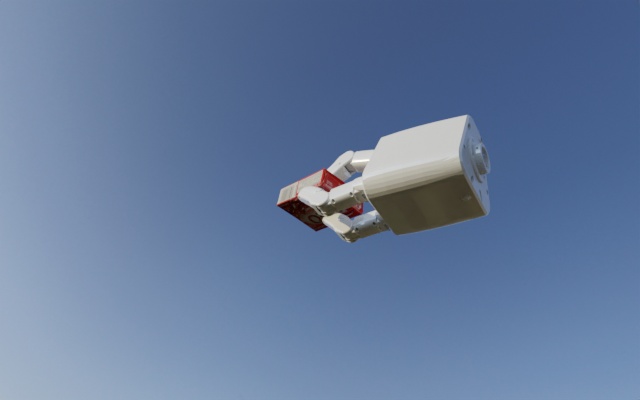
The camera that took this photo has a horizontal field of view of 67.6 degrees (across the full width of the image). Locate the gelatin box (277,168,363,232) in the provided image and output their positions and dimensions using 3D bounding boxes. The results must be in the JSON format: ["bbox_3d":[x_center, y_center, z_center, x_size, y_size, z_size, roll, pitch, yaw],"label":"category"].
[{"bbox_3d":[0.000,0.002,0.609,0.073,0.030,0.089,35,-38,-30],"label":"gelatin box"}]
